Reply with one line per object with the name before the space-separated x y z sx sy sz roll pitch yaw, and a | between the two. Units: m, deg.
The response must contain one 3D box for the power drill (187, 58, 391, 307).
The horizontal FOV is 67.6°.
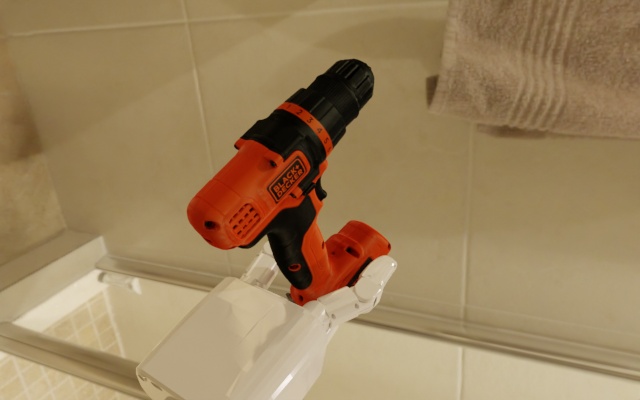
power drill | 0.000 0.002 0.401 0.057 0.184 0.188 27 -24 42
